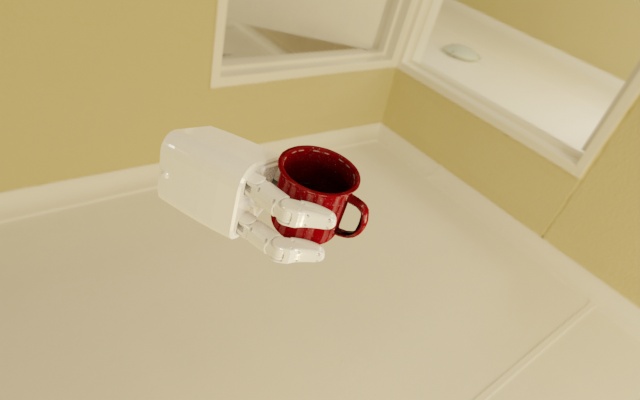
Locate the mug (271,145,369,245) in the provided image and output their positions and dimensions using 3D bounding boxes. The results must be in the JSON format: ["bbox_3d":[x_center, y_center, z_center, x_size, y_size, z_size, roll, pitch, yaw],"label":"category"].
[{"bbox_3d":[0.001,0.003,0.540,0.117,0.081,0.093,27,37,13],"label":"mug"}]
